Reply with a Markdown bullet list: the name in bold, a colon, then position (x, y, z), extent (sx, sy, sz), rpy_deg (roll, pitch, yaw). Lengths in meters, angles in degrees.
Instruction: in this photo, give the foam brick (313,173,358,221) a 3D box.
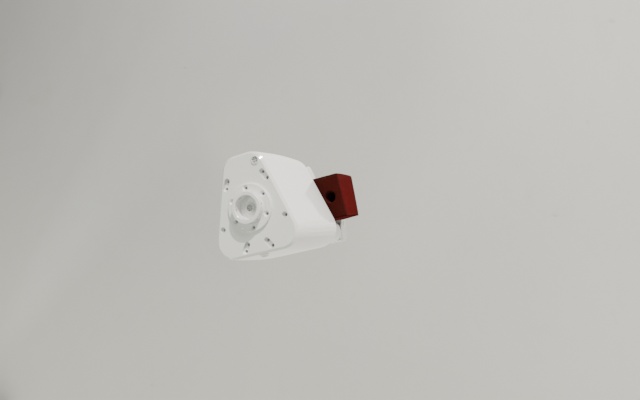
- **foam brick**: position (0.000, 0.002, 0.590), extent (0.078, 0.053, 0.051), rpy_deg (-15, -7, 20)
